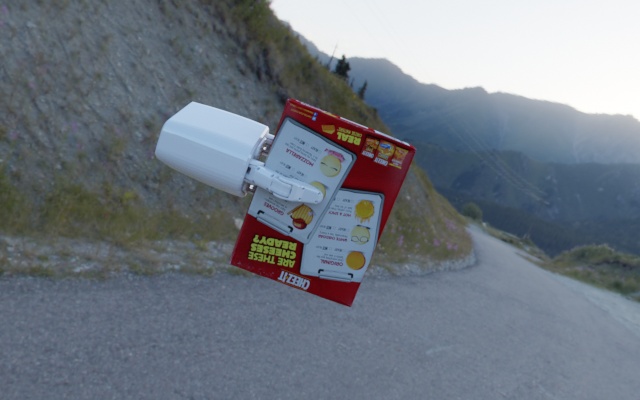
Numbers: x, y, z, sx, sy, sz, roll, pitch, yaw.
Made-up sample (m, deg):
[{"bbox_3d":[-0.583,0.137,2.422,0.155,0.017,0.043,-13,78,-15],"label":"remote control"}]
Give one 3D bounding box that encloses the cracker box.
[{"bbox_3d":[0.000,0.002,0.599,0.164,0.214,0.072,20,11,-3],"label":"cracker box"}]
